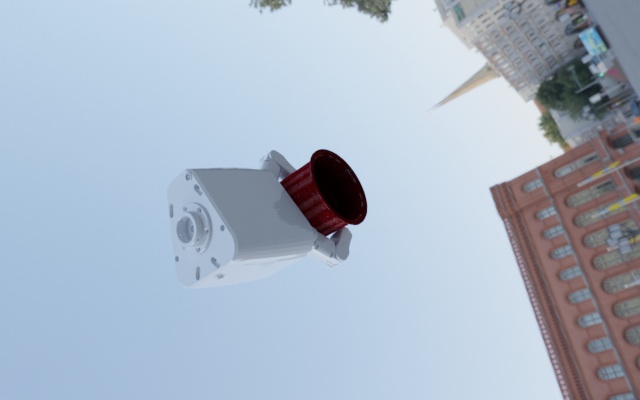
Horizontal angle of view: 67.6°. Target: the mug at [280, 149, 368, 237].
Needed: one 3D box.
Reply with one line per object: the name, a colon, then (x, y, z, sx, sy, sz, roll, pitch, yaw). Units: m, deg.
mug: (0.001, 0.002, 0.551, 0.081, 0.093, 0.117, -31, -18, 32)
